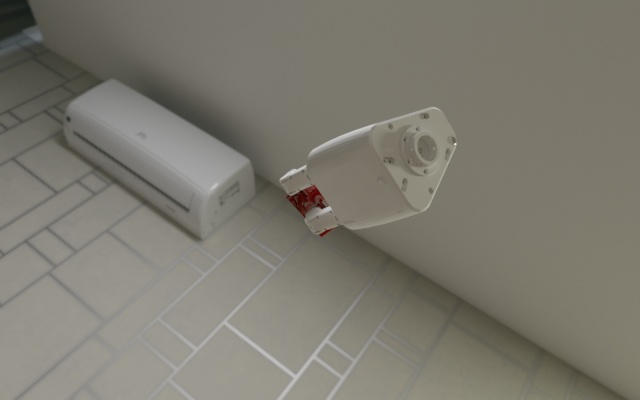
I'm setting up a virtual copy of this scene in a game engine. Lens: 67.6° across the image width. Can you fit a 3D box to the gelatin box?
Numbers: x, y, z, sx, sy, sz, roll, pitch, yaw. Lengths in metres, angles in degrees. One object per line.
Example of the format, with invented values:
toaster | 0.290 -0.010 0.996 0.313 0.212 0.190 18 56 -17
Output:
gelatin box | 0.000 0.002 0.609 0.030 0.073 0.089 -42 0 -27
